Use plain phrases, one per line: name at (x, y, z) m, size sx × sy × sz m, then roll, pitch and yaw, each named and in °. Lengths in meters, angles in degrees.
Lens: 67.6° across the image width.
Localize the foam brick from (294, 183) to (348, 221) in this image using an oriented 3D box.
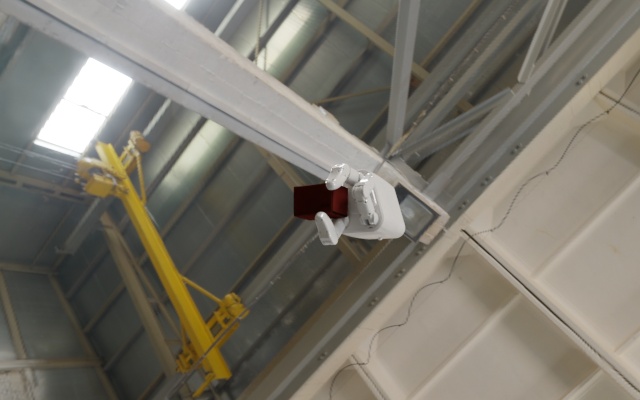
foam brick at (0.000, 0.003, 0.802) m, size 0.078 × 0.053 × 0.051 m, roll -5°, pitch -13°, yaw 32°
